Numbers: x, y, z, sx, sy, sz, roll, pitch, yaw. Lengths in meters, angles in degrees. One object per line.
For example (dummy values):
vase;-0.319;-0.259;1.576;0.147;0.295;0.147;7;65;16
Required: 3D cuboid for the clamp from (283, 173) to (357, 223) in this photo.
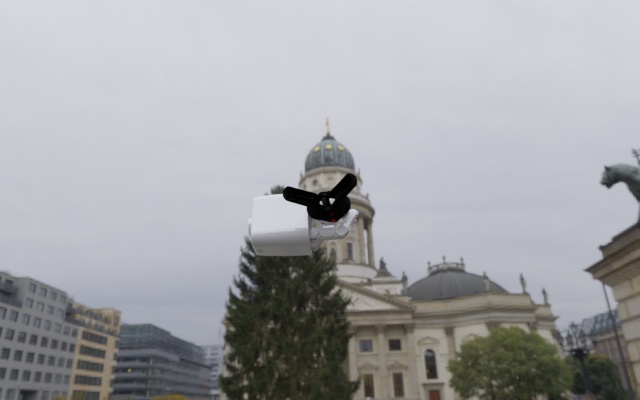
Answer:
clamp;0.000;0.002;0.822;0.120;0.039;0.171;-3;-23;0
